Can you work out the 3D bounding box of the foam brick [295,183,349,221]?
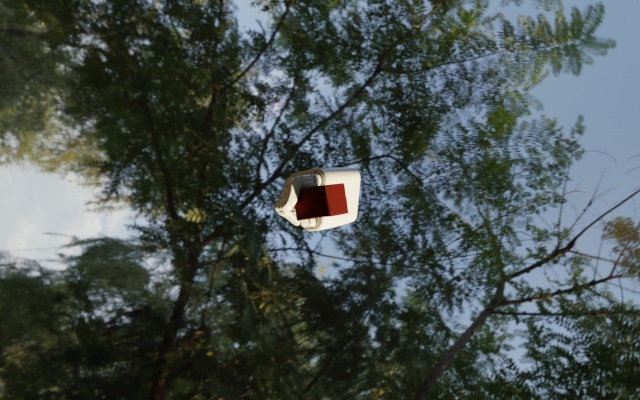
[{"bbox_3d":[0.000,0.003,0.800,0.078,0.053,0.051,-9,-1,43],"label":"foam brick"}]
